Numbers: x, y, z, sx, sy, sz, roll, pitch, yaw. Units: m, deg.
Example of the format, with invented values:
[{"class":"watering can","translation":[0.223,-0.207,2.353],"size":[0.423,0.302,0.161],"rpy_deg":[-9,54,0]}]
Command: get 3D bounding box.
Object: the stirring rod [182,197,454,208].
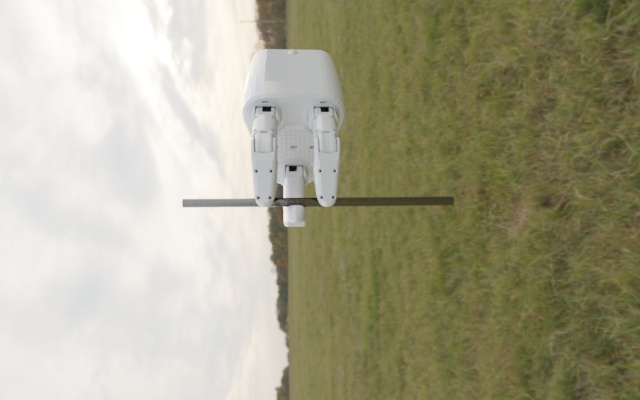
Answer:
[{"class":"stirring rod","translation":[0.000,0.001,0.425],"size":[0.239,0.011,0.011],"rpy_deg":[0,0,-4]}]
